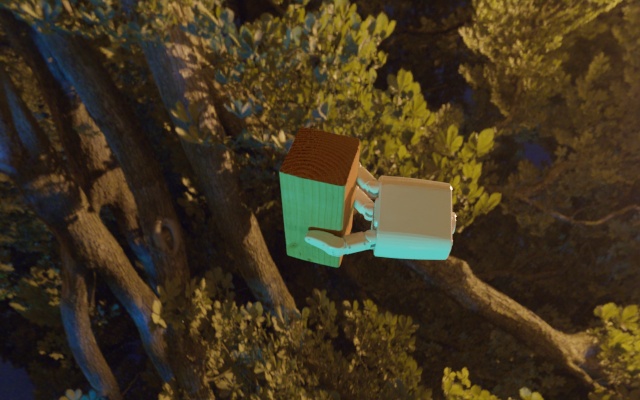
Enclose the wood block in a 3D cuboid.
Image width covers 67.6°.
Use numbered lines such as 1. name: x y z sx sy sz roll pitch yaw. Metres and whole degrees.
1. wood block: 0.000 0.003 0.710 0.090 0.090 0.206 13 -37 10
